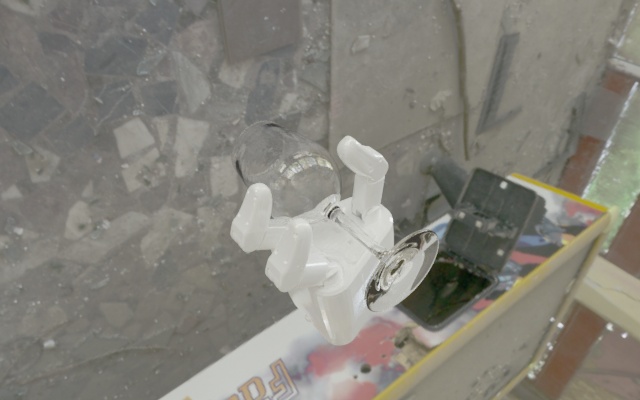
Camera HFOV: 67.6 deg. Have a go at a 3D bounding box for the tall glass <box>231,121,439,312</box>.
[{"bbox_3d":[0.001,0.002,0.407,0.079,0.079,0.201,0,31,-46],"label":"tall glass"}]
